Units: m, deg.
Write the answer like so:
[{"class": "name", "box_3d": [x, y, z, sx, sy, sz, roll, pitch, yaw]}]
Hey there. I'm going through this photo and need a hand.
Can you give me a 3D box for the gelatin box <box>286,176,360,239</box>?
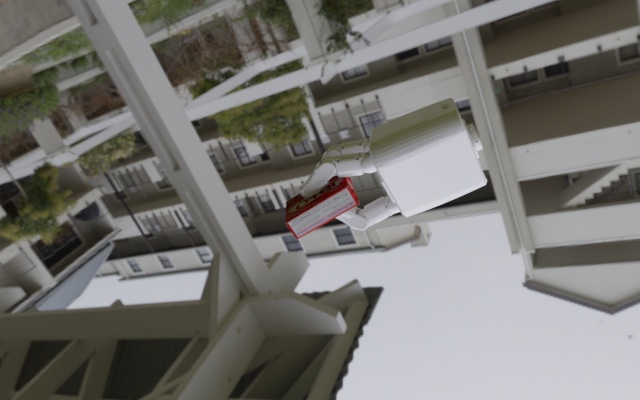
[{"class": "gelatin box", "box_3d": [0.000, 0.002, 0.589, 0.089, 0.030, 0.073, -31, 19, 7]}]
